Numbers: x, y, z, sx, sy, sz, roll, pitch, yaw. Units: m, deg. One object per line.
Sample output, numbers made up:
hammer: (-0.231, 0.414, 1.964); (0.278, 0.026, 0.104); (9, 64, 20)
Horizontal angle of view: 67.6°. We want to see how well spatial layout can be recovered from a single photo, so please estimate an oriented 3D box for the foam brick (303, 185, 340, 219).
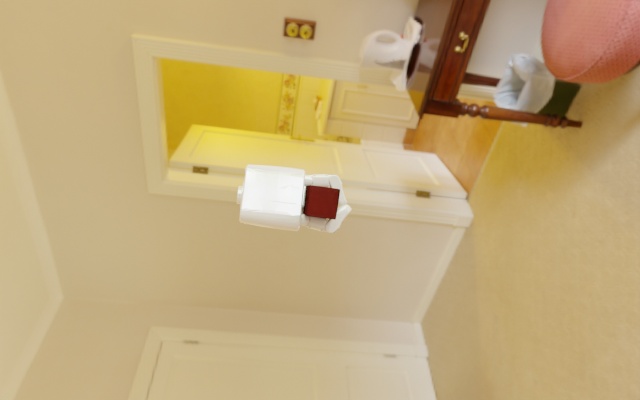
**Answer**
foam brick: (0.000, 0.003, 0.824); (0.051, 0.053, 0.078); (8, 0, -7)
